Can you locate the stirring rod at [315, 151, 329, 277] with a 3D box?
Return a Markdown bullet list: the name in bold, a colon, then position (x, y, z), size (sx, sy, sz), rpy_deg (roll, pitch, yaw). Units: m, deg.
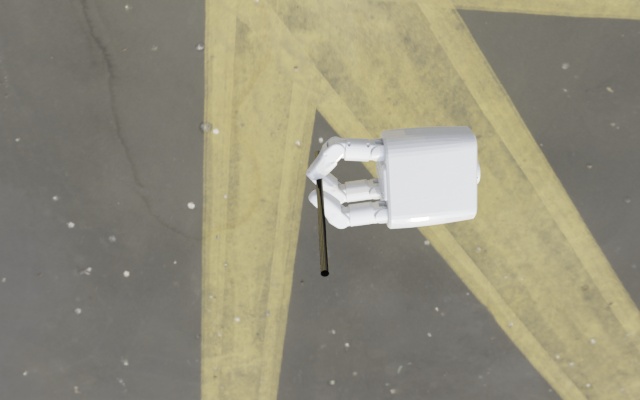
- **stirring rod**: position (0.000, 0.002, 0.537), size (0.011, 0.011, 0.239), rpy_deg (0, 33, -2)
